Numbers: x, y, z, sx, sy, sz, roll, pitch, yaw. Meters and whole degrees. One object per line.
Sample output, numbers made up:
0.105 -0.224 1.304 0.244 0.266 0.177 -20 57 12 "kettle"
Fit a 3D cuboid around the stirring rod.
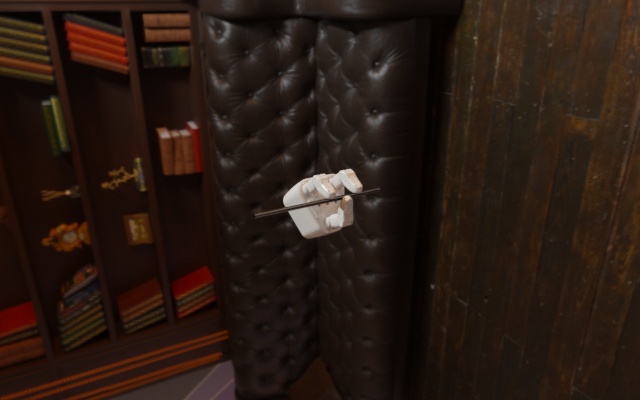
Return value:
0.000 0.003 0.819 0.239 0.011 0.011 -12 5 -25 "stirring rod"
